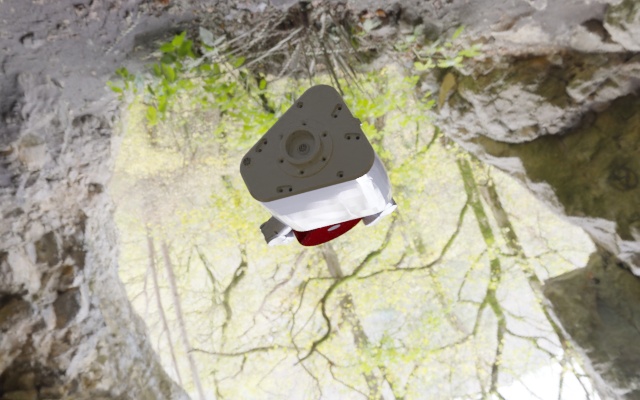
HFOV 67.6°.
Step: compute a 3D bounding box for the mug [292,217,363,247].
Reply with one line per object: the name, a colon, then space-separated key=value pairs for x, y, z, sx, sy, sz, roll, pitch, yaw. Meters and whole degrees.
mug: x=0.000 y=0.002 z=0.550 sx=0.093 sy=0.081 sz=0.117 roll=-30 pitch=-20 yaw=7
